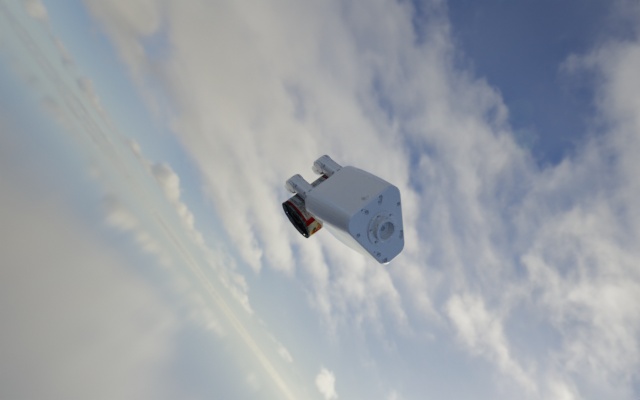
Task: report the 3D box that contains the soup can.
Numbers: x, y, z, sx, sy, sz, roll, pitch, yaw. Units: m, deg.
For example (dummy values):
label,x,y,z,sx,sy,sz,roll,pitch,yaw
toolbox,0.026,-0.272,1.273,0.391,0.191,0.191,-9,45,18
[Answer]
label,x,y,z,sx,sy,sz,roll,pitch,yaw
soup can,0.000,0.002,0.749,0.102,0.068,0.068,-36,11,-16
